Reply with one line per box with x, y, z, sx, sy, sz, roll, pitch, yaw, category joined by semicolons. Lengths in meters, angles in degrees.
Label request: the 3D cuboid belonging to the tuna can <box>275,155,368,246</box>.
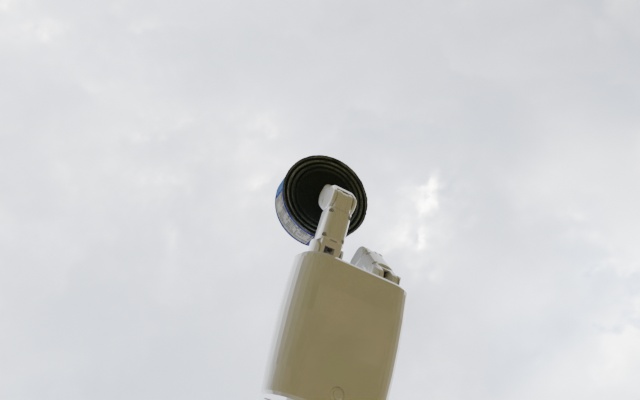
0.000;0.002;0.462;0.086;0.086;0.034;0;-23;-23;tuna can
